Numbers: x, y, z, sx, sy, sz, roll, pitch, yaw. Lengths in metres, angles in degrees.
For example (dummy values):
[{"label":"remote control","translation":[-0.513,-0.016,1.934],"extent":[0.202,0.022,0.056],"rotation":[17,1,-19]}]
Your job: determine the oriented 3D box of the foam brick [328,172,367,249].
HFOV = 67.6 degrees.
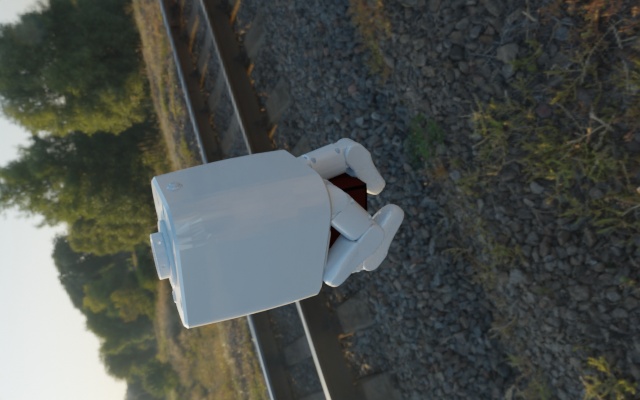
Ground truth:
[{"label":"foam brick","translation":[0.000,0.001,0.417],"extent":[0.051,0.053,0.078],"rotation":[-13,25,-22]}]
